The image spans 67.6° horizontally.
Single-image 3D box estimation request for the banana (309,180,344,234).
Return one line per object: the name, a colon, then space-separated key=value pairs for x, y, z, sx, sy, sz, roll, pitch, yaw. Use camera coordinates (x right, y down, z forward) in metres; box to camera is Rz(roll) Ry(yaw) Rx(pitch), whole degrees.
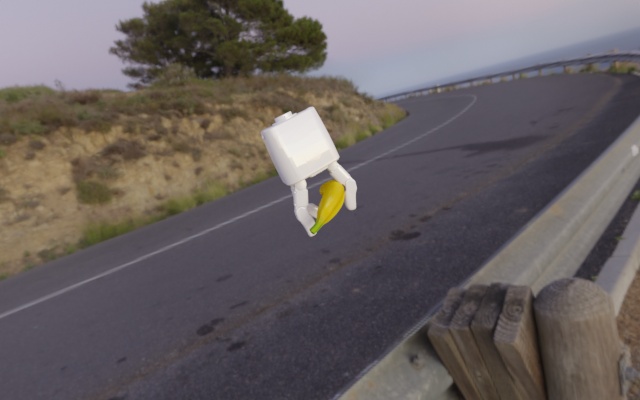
banana: x=0.015 y=-0.006 z=0.878 sx=0.069 sy=0.037 sz=0.197 roll=-33 pitch=13 yaw=17
